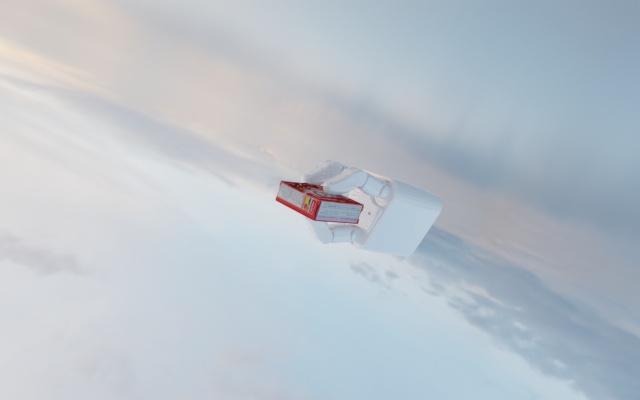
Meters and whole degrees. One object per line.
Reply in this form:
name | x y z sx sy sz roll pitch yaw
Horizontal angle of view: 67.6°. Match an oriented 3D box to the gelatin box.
gelatin box | 0.000 0.002 0.604 0.073 0.030 0.089 27 14 40
